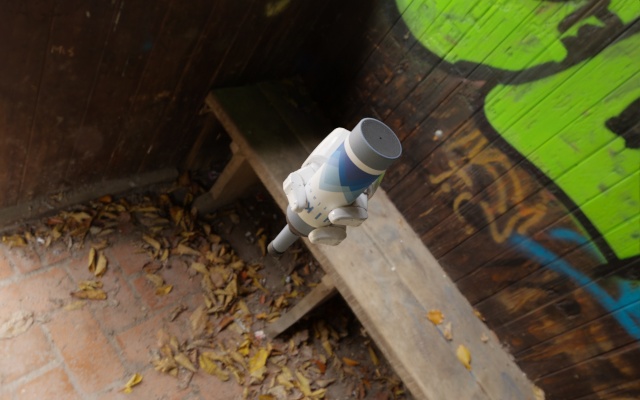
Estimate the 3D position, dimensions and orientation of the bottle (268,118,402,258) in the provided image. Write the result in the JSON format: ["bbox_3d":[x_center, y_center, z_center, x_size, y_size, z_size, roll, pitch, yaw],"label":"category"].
[{"bbox_3d":[0.000,0.002,0.696,0.069,0.069,0.296,0,-33,-38],"label":"bottle"}]
